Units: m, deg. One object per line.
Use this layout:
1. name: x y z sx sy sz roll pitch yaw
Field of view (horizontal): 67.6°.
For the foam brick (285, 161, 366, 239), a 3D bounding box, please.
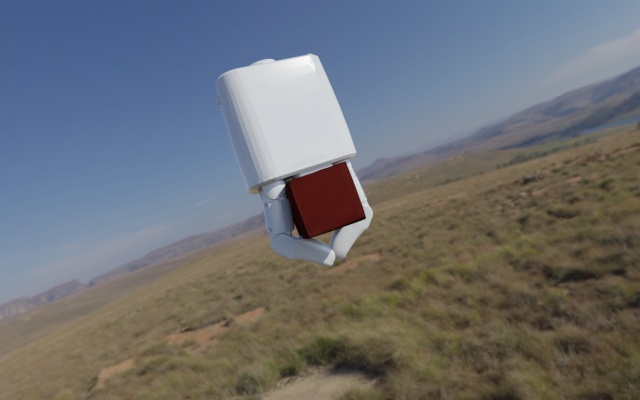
1. foam brick: 0.000 0.001 0.423 0.053 0.051 0.078 -19 0 -10
